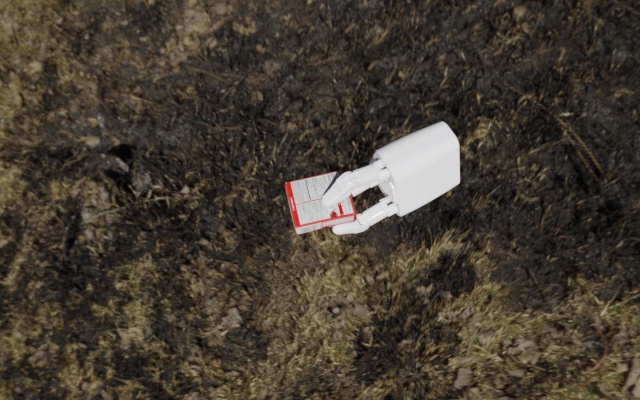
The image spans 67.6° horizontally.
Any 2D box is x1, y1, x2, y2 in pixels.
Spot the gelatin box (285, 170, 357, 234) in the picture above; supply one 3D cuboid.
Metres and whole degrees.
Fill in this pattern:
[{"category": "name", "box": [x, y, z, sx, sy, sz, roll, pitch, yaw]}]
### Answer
[{"category": "gelatin box", "box": [0.000, 0.002, 0.681, 0.089, 0.073, 0.030, -13, -24, -4]}]
